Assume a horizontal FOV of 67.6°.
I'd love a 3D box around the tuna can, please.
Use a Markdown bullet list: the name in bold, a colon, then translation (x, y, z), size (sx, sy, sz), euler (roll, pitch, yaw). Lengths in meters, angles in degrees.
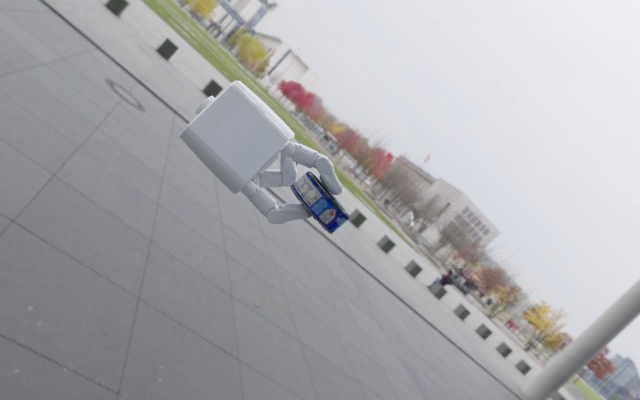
- **tuna can**: translation (0.001, 0.002, 0.638), size (0.034, 0.086, 0.086), euler (-41, -4, 5)
